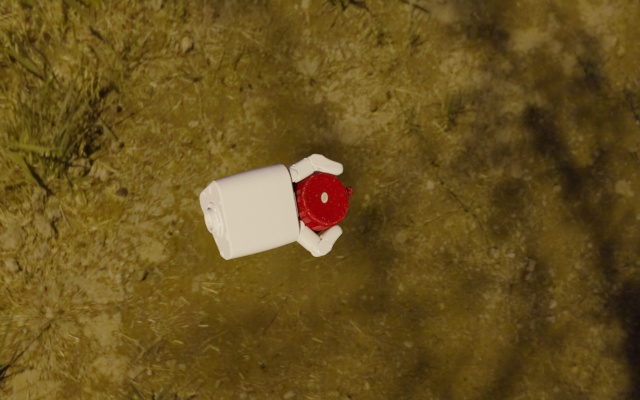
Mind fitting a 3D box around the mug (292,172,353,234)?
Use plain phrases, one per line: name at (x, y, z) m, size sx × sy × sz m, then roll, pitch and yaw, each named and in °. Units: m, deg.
mug at (0.001, 0.002, 0.731) m, size 0.117 × 0.093 × 0.081 m, roll -17°, pitch -3°, yaw -31°
